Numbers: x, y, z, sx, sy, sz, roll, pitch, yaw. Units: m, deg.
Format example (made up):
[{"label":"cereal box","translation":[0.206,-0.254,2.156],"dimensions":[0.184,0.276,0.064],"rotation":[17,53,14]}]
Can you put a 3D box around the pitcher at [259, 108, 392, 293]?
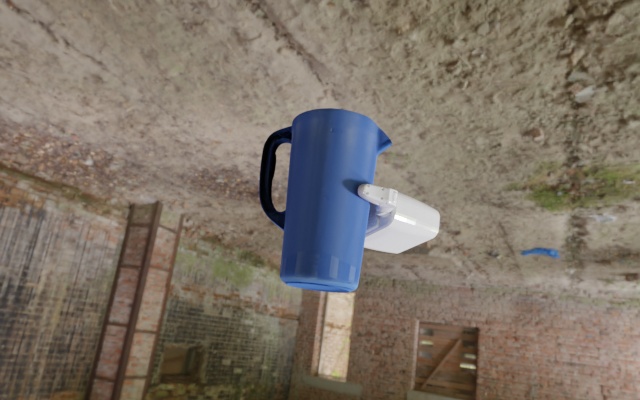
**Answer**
[{"label":"pitcher","translation":[0.000,0.002,0.681],"dimensions":[0.145,0.242,0.149],"rotation":[18,-19,-34]}]
